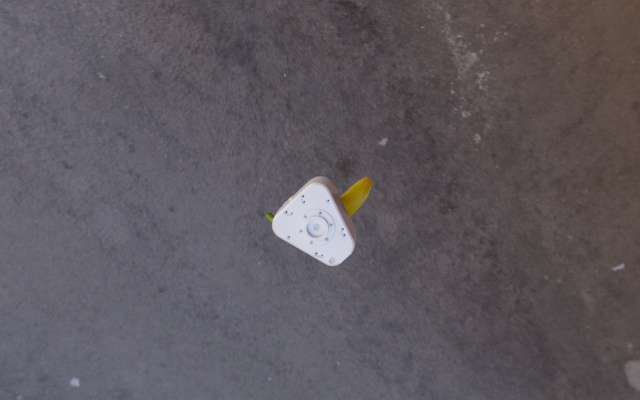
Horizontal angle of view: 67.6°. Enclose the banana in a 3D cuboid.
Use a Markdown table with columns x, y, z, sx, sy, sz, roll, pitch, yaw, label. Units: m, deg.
| x | y | z | sx | sy | sz | roll | pitch | yaw | label |
| --- | --- | --- | --- | --- | --- | --- | --- | --- | --- |
| 0.002 | 0.021 | 0.821 | 0.198 | 0.069 | 0.037 | -19 | -15 | 7 | banana |
